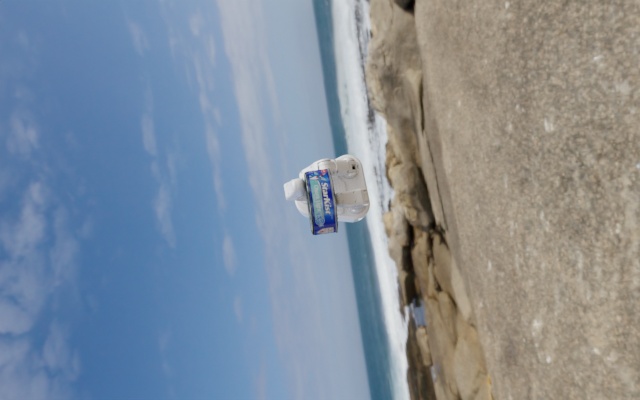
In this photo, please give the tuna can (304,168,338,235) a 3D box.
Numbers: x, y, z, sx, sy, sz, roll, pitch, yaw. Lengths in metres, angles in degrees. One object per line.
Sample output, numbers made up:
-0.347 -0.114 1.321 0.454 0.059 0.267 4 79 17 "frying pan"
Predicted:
0.000 0.002 0.627 0.034 0.086 0.086 -8 0 -4 "tuna can"
